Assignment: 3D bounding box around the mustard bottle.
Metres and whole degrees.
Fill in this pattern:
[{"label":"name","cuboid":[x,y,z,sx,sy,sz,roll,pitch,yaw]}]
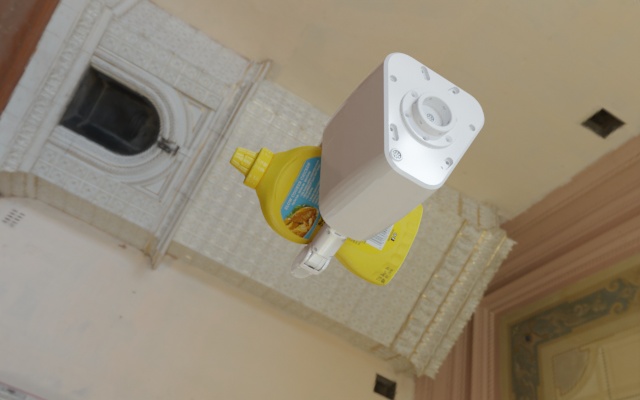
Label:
[{"label":"mustard bottle","cuboid":[0.000,0.002,0.470,0.191,0.096,0.058,29,-6,-11]}]
